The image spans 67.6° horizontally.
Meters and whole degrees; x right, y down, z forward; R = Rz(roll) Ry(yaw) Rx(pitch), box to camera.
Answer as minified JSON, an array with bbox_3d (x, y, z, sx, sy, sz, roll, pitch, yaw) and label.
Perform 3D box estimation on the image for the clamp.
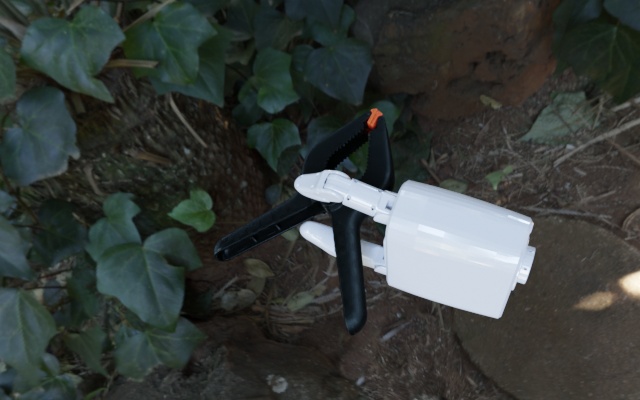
[{"bbox_3d":[0.000,0.001,0.458,0.164,0.210,0.036,17,-18,22],"label":"clamp"}]
